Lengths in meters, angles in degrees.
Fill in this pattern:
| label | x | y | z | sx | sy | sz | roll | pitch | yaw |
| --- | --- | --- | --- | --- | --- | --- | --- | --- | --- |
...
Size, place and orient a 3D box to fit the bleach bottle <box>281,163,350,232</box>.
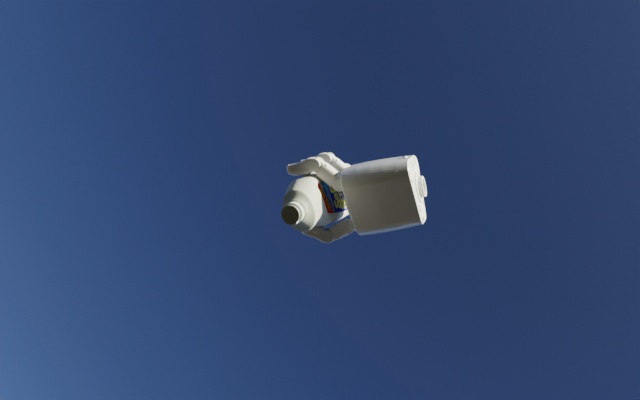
| label | x | y | z | sx | sy | sz | roll | pitch | yaw |
| --- | --- | --- | --- | --- | --- | --- | --- | --- | --- |
| bleach bottle | 0.000 | 0.002 | 0.784 | 0.068 | 0.102 | 0.250 | -10 | 9 | 21 |
